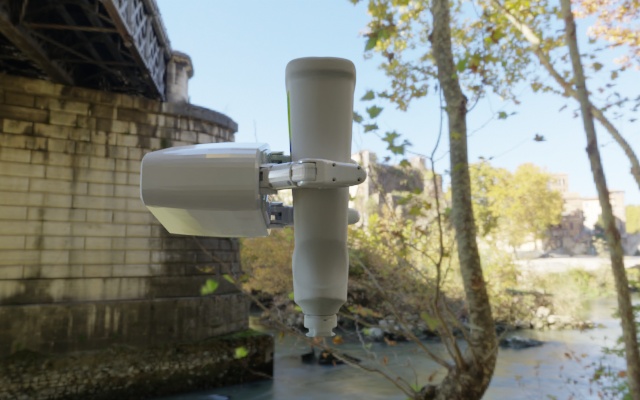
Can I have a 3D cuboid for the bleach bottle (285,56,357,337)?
[{"bbox_3d":[0.000,0.001,0.456,0.068,0.251,0.102,0,-7,-1],"label":"bleach bottle"}]
